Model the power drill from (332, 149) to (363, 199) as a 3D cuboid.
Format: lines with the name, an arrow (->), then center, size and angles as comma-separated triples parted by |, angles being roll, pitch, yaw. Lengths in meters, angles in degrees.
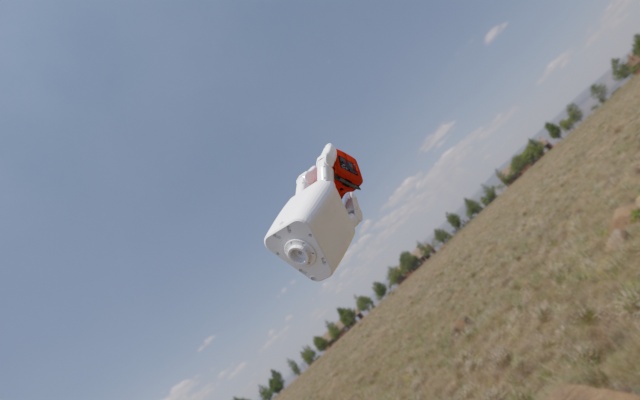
power drill -> 0.000, 0.003, 0.859 | 0.057, 0.188, 0.184 | 24, 23, -17
